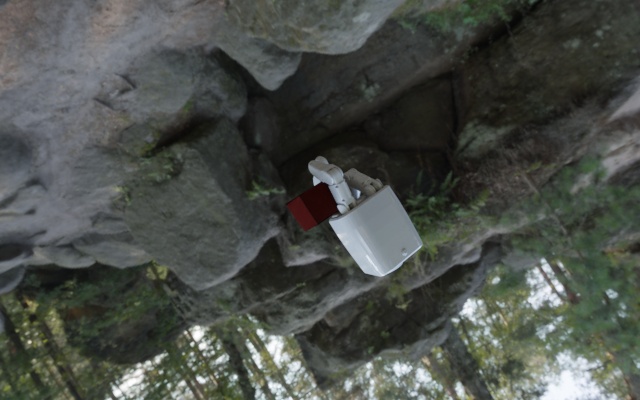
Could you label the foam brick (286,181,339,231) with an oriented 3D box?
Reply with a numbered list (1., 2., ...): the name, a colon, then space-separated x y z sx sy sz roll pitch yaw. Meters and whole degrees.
1. foam brick: 0.000 0.002 0.711 0.078 0.051 0.053 -33 2 -28
